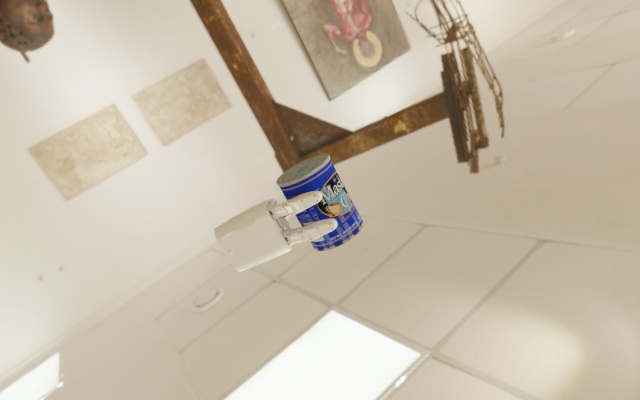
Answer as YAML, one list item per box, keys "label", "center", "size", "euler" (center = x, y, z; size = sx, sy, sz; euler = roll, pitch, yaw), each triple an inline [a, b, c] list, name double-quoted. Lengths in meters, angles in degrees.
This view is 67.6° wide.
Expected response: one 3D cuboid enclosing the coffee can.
- label: "coffee can"
  center: [0.000, 0.003, 0.841]
  size: [0.103, 0.140, 0.102]
  euler: [-26, 17, 9]
